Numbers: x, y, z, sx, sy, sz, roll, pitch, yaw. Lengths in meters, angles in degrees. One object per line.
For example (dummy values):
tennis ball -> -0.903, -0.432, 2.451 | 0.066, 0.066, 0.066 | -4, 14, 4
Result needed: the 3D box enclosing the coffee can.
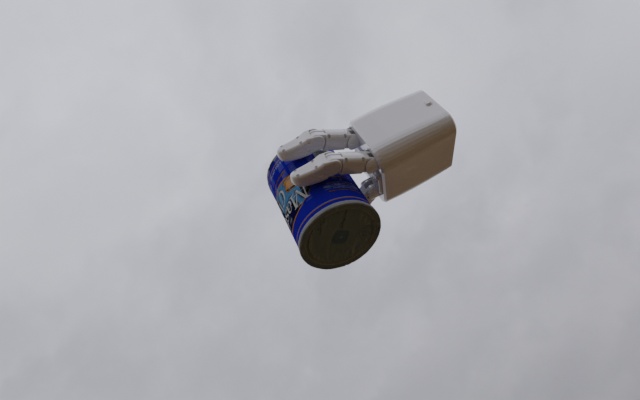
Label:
coffee can -> 0.000, 0.002, 0.604 | 0.103, 0.103, 0.140 | 0, 37, -26
